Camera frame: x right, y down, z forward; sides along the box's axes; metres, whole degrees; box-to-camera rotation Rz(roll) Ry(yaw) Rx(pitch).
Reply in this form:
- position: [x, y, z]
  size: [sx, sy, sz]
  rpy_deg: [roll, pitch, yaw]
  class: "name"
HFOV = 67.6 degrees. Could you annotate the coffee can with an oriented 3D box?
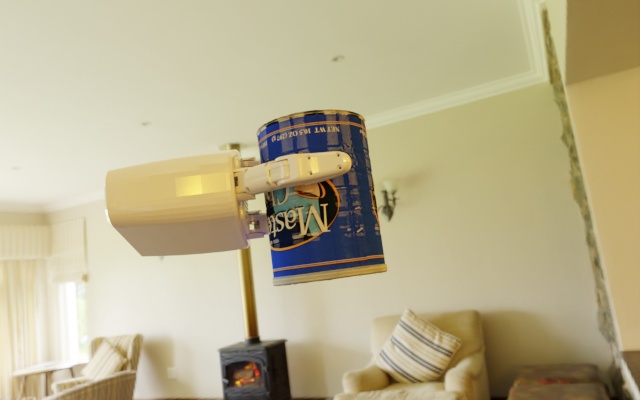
- position: [0.000, 0.002, 0.435]
  size: [0.103, 0.140, 0.103]
  rpy_deg: [-7, -8, -1]
  class: "coffee can"
